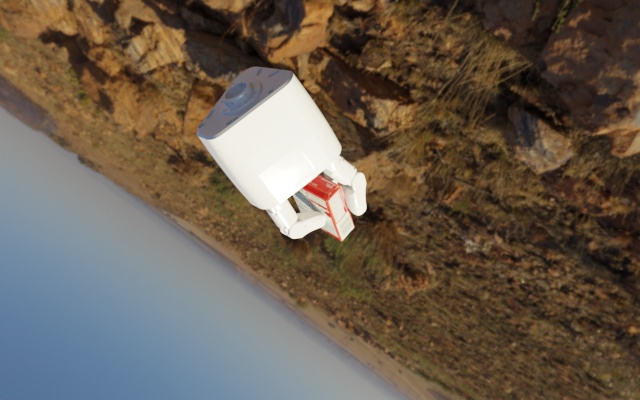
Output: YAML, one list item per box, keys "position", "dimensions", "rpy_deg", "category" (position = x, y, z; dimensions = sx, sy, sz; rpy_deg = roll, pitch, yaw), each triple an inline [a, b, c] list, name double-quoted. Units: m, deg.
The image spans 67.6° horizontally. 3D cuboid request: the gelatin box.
- position: [0.000, 0.002, 0.602]
  dimensions: [0.073, 0.030, 0.089]
  rpy_deg: [30, -24, 34]
  category: "gelatin box"
